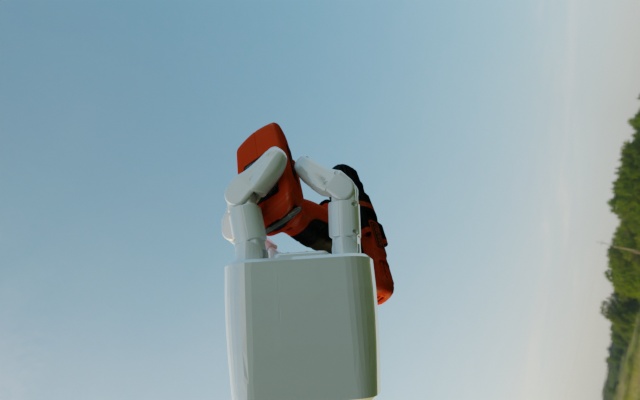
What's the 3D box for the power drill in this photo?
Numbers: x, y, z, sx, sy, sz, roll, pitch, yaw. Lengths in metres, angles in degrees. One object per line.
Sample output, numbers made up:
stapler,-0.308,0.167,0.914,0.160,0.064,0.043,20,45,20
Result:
power drill,0.000,0.002,0.486,0.057,0.184,0.188,-34,-43,22
